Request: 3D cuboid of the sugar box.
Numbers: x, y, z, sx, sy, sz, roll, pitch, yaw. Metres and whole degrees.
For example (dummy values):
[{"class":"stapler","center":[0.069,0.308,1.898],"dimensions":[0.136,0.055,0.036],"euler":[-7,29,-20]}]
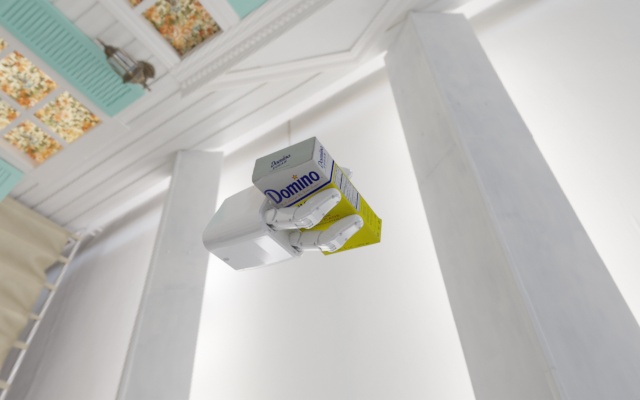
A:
[{"class":"sugar box","center":[0.000,0.003,0.619],"dimensions":[0.093,0.048,0.176],"euler":[-18,-44,28]}]
